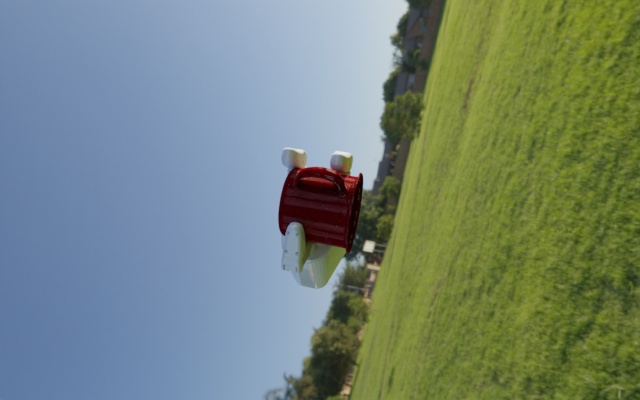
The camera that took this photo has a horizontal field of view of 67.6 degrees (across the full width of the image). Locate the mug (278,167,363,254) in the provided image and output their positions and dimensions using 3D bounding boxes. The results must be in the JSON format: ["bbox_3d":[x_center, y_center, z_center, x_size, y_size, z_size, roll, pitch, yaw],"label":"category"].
[{"bbox_3d":[0.000,0.001,0.536,0.081,0.093,0.117,10,-29,10],"label":"mug"}]
